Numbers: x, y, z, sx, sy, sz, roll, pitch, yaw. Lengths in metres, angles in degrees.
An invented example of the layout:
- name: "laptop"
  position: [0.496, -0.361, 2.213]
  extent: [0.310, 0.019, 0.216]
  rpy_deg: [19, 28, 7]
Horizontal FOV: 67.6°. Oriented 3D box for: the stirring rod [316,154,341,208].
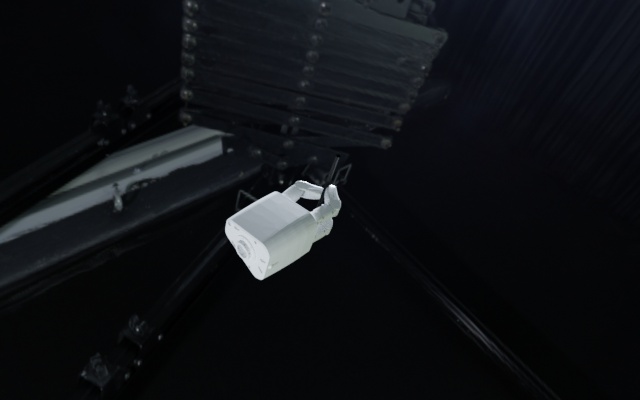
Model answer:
- name: "stirring rod"
  position: [0.000, 0.003, 0.873]
  extent: [0.011, 0.011, 0.240]
  rpy_deg: [0, -39, -18]
